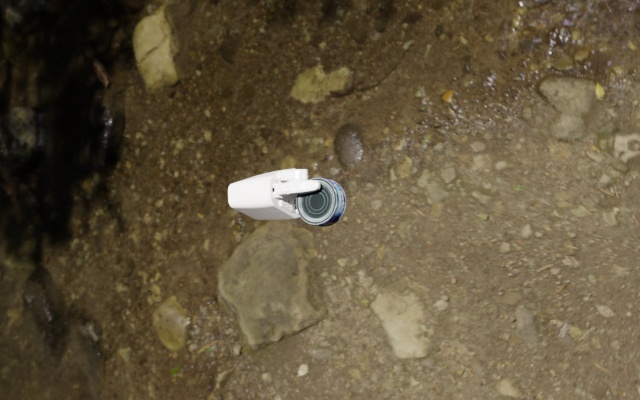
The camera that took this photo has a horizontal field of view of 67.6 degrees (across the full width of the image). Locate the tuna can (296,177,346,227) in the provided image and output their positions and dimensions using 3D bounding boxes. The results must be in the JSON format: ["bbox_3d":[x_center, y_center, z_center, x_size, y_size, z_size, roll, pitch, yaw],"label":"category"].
[{"bbox_3d":[0.000,0.003,0.844,0.086,0.086,0.034,0,-6,29],"label":"tuna can"}]
